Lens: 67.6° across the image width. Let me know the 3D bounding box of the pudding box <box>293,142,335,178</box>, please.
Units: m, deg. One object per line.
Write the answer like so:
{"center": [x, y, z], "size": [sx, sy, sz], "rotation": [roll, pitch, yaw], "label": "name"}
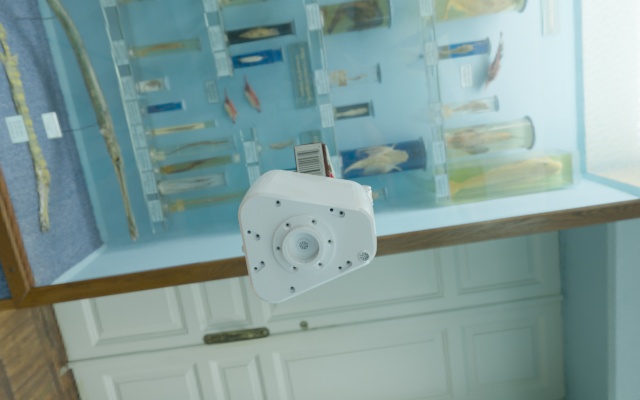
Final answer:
{"center": [0.000, 0.002, 0.549], "size": [0.039, 0.113, 0.090], "rotation": [-7, -17, 6], "label": "pudding box"}
